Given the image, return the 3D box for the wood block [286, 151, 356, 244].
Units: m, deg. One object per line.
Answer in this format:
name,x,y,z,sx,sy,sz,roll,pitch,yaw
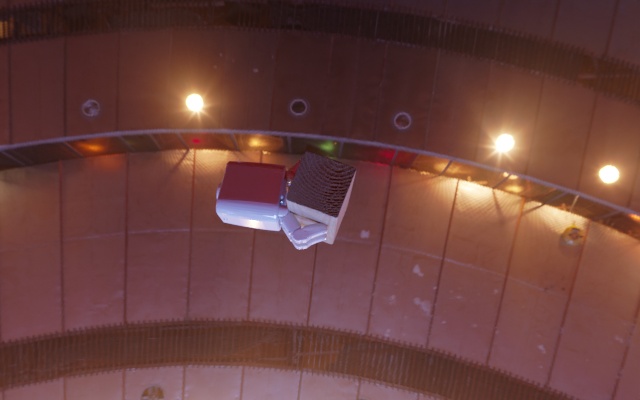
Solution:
wood block,0.000,0.002,0.847,0.090,0.090,0.206,20,-15,5
